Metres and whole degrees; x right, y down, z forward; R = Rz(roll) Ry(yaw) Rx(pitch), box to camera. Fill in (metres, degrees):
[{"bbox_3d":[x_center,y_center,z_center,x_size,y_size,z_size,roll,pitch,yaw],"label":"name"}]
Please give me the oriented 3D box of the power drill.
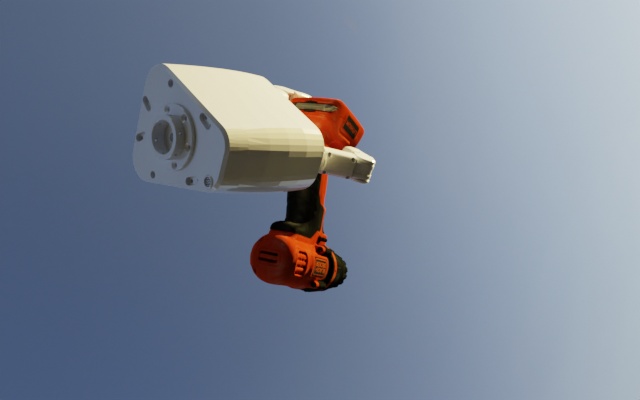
[{"bbox_3d":[0.000,0.001,0.498,0.057,0.187,0.184,6,-9,20],"label":"power drill"}]
